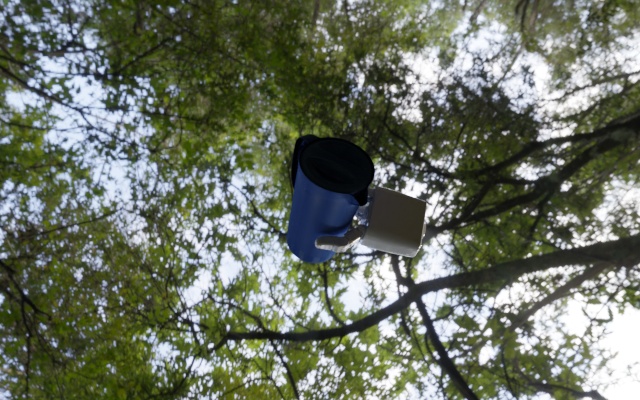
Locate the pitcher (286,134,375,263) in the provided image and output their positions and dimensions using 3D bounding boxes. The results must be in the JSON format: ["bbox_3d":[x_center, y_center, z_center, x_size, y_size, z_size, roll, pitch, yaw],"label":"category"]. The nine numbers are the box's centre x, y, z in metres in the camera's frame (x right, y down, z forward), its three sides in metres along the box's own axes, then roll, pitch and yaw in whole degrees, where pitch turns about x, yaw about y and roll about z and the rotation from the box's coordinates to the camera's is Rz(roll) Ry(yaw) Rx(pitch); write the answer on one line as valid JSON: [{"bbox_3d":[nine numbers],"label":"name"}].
[{"bbox_3d":[0.000,0.003,0.897,0.145,0.149,0.243,14,-42,-4],"label":"pitcher"}]
